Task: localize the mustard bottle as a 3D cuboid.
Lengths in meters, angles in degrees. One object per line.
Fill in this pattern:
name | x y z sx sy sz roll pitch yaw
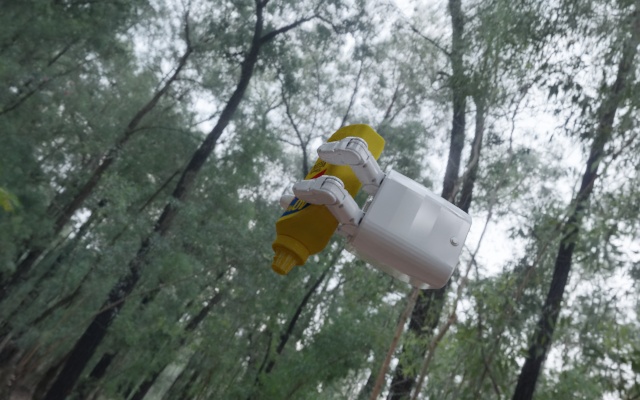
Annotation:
mustard bottle | 0.000 0.001 0.544 0.058 0.191 0.096 41 -29 -18
